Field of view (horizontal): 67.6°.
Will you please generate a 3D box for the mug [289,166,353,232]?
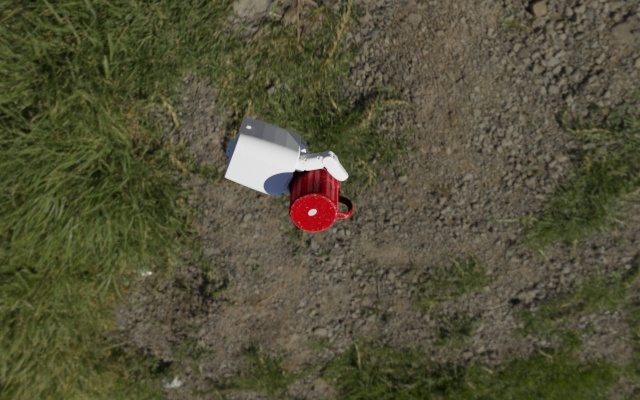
[{"bbox_3d":[0.001,0.003,0.818,0.117,0.093,0.081,18,34,-11],"label":"mug"}]
